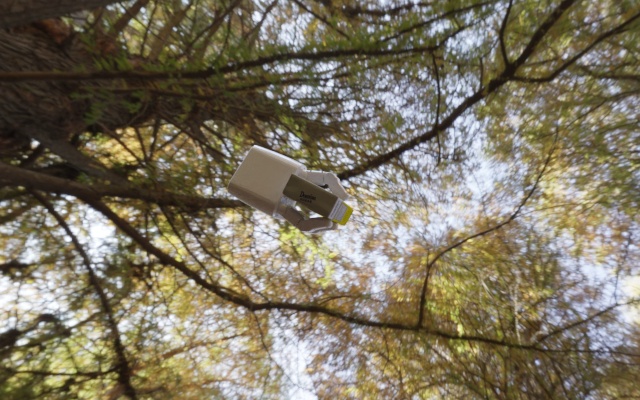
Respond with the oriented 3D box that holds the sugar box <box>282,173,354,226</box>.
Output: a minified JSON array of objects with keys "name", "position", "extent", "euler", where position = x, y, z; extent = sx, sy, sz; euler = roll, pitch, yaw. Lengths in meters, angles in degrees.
[{"name":"sugar box","position":[0.000,0.003,0.864],"extent":[0.093,0.048,0.176],"euler":[27,1,15]}]
